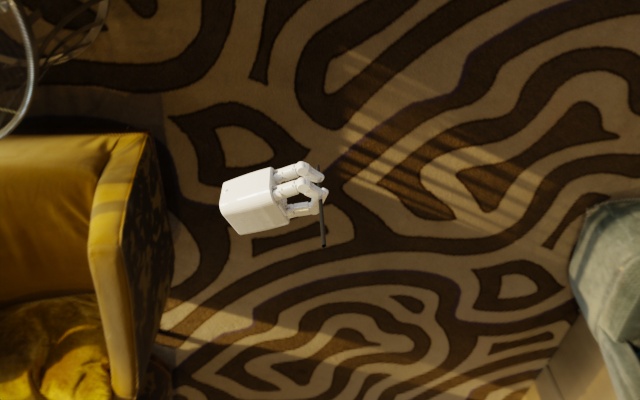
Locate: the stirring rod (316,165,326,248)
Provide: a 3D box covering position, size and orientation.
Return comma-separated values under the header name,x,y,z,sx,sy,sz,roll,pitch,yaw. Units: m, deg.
name,x,y,z,sx,sy,sz,roll,pitch,yaw
stirring rod,0.000,0.003,0.897,0.011,0.011,0.239,0,38,-4
